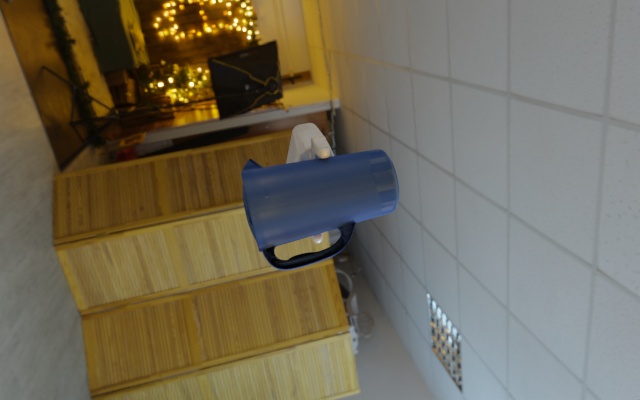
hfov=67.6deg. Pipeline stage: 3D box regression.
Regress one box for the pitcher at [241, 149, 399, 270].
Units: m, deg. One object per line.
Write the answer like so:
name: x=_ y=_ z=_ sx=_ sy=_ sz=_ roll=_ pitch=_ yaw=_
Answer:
pitcher: x=0.000 y=0.002 z=0.774 sx=0.243 sy=0.149 sz=0.145 roll=-13 pitch=34 yaw=-7
